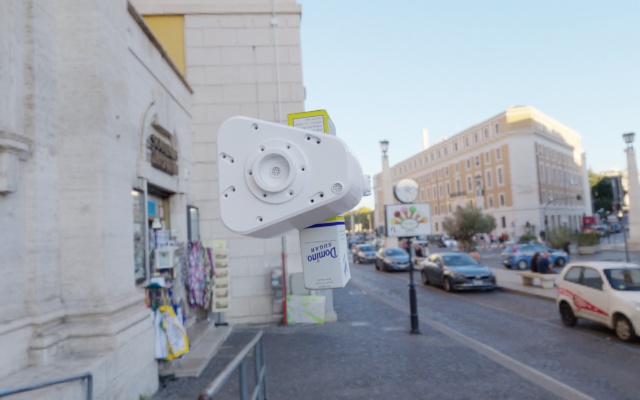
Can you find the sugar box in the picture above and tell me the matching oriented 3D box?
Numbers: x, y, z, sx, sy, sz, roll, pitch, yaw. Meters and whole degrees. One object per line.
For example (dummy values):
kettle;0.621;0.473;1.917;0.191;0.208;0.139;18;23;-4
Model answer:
sugar box;-0.001;0.002;0.506;0.048;0.176;0.093;-4;-4;8
